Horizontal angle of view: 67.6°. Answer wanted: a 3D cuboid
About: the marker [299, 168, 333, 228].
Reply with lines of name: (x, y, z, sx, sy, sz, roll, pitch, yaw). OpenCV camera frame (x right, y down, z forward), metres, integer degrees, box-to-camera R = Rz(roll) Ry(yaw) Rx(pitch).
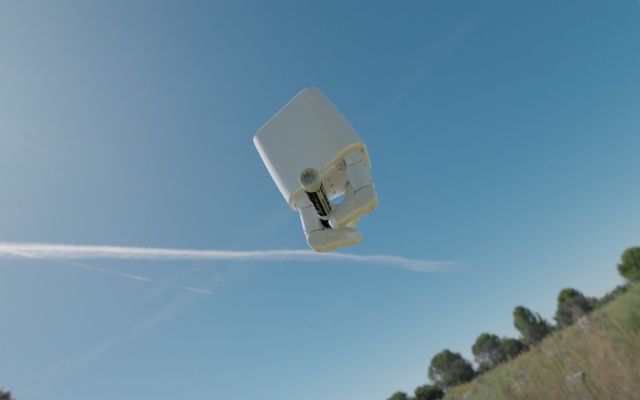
marker: (0.000, 0.002, 0.496, 0.020, 0.020, 0.121, 0, -23, 12)
